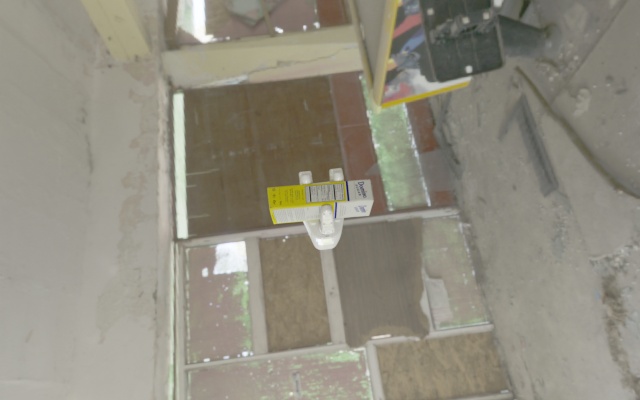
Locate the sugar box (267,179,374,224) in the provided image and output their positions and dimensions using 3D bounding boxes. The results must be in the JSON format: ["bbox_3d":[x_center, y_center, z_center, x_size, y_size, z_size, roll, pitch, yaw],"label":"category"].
[{"bbox_3d":[0.000,0.002,0.834,0.176,0.048,0.093,-7,-18,-3],"label":"sugar box"}]
